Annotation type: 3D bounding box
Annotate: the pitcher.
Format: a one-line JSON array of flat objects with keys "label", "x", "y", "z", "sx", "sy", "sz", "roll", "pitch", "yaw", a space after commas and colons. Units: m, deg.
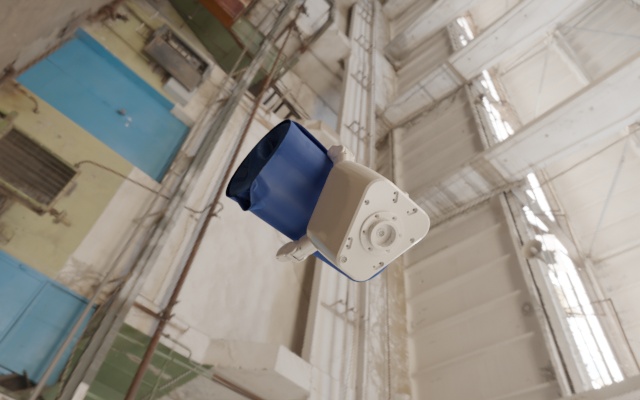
[{"label": "pitcher", "x": 0.000, "y": 0.002, "z": 0.685, "sx": 0.243, "sy": 0.149, "sz": 0.145, "roll": 40, "pitch": -4, "yaw": -21}]
